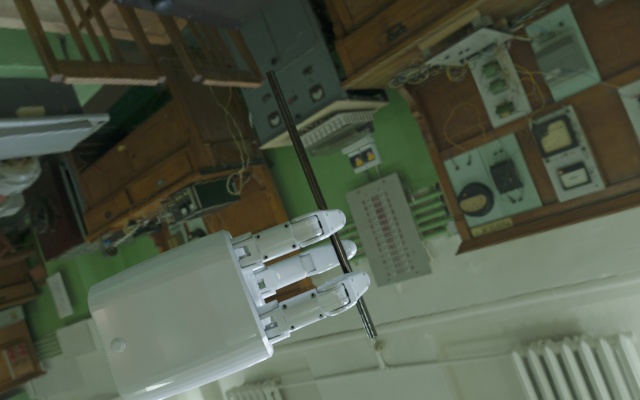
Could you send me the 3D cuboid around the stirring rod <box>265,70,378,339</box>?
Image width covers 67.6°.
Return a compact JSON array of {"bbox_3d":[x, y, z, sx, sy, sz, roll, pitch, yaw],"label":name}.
[{"bbox_3d":[0.000,0.001,0.404,0.011,0.239,0.011,-21,-4,-1],"label":"stirring rod"}]
